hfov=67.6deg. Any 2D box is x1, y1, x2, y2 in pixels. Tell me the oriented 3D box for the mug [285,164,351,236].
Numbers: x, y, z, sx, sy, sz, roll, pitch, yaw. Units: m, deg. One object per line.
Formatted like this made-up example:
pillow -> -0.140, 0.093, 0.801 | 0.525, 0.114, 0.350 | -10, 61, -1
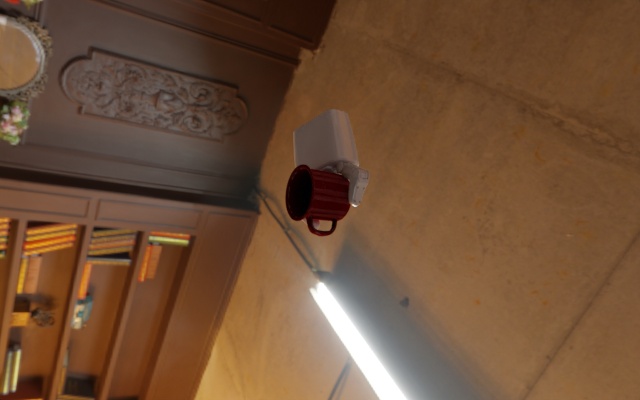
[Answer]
mug -> 0.001, 0.004, 0.790 | 0.081, 0.117, 0.093 | 7, -27, -32
